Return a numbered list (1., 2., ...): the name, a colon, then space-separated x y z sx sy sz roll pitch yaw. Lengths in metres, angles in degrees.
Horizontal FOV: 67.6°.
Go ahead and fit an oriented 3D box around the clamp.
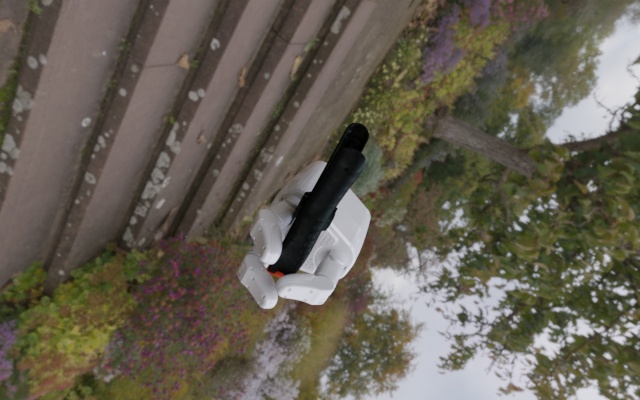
1. clamp: 0.000 0.002 0.460 0.039 0.171 0.120 34 29 0
